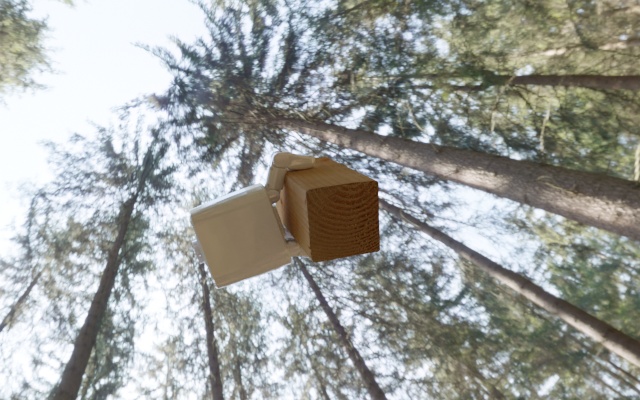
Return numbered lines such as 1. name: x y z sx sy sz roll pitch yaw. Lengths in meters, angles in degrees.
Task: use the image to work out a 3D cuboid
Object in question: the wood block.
1. wood block: 0.000 0.002 0.651 0.090 0.091 0.206 -8 15 -15
